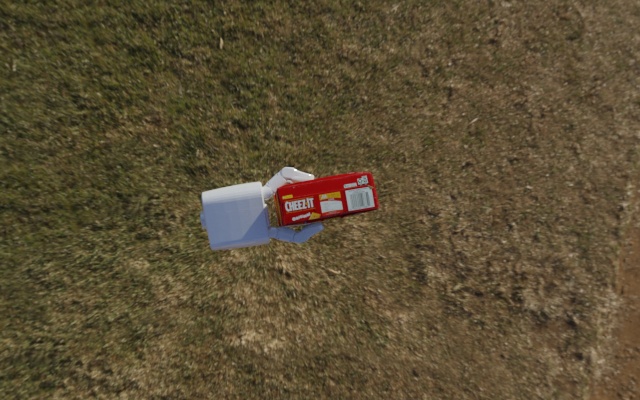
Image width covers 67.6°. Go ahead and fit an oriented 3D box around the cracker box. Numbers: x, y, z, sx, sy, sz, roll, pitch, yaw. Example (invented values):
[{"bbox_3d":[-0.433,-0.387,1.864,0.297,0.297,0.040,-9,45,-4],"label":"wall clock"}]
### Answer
[{"bbox_3d":[0.000,0.003,0.880,0.164,0.072,0.214,-10,-3,-7],"label":"cracker box"}]
